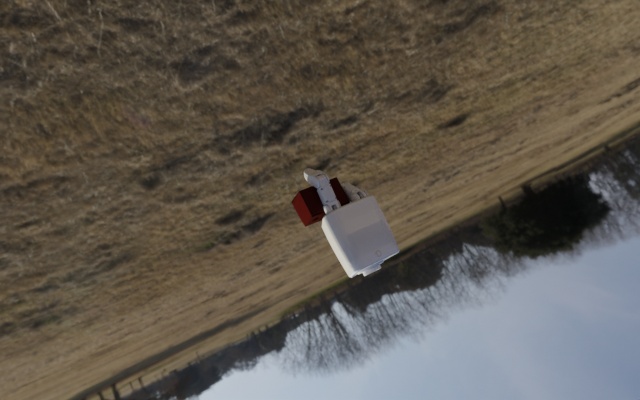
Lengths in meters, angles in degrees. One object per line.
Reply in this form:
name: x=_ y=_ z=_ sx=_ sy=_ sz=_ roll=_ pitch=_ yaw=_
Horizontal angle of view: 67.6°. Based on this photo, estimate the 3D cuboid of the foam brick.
foam brick: x=0.000 y=0.003 z=0.821 sx=0.078 sy=0.051 sz=0.053 roll=-21 pitch=-13 yaw=-23
